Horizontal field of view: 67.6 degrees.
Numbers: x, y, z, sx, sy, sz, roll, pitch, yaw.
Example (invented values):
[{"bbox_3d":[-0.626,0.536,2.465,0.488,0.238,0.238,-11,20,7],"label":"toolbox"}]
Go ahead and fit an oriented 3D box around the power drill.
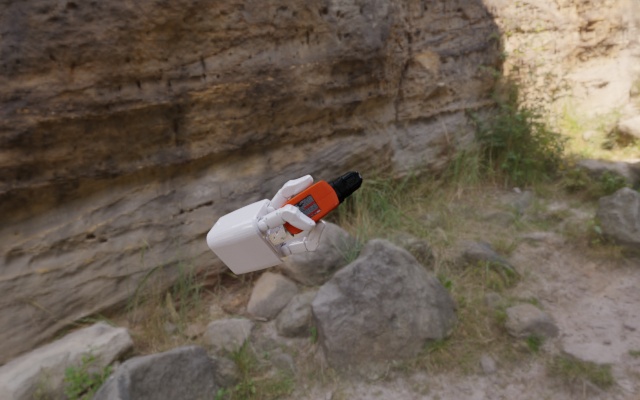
[{"bbox_3d":[0.000,0.003,0.896,0.184,0.057,0.187,-36,-3,5],"label":"power drill"}]
